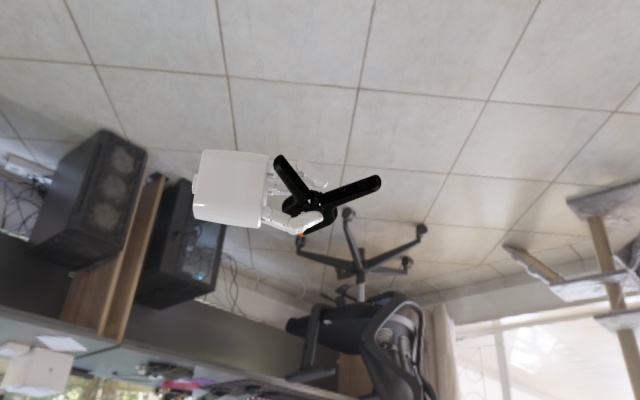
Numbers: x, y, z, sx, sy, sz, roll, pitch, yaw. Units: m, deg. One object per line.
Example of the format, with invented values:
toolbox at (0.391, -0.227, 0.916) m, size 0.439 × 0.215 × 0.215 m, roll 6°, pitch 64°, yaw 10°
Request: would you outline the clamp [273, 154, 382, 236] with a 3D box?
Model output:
clamp at (0.000, 0.003, 0.777) m, size 0.164 × 0.036 × 0.210 m, roll 8°, pitch -31°, yaw -4°
